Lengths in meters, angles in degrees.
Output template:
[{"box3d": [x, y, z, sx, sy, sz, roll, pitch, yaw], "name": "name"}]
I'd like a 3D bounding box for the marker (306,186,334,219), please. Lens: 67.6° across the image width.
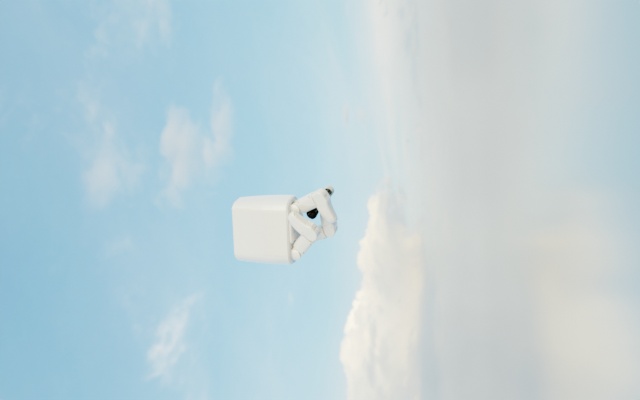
[{"box3d": [0.000, 0.003, 0.847, 0.020, 0.020, 0.121, 0, 22, 18], "name": "marker"}]
